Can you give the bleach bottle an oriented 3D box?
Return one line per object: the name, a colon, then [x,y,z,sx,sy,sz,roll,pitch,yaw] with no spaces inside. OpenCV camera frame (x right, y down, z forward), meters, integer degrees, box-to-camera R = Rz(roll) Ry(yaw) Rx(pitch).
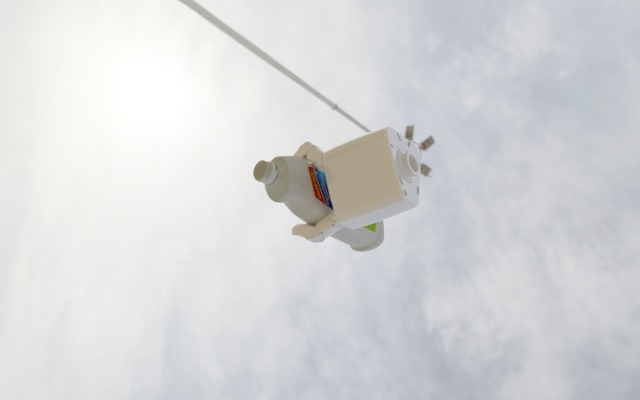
bleach bottle: [0.000,0.002,0.720,0.068,0.102,0.251,-20,-29,35]
